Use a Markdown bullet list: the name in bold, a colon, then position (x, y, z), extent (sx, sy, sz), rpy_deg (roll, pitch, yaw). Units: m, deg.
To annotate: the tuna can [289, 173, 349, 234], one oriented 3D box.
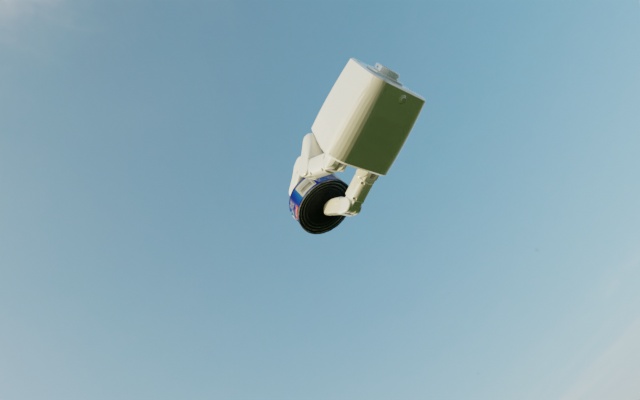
- **tuna can**: position (0.000, 0.002, 0.662), extent (0.086, 0.086, 0.033), rpy_deg (0, 30, -35)
